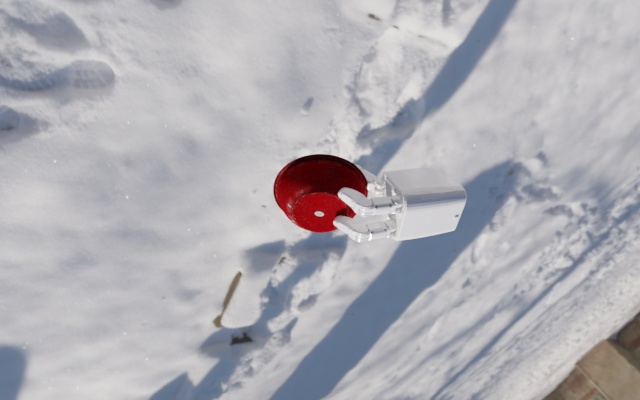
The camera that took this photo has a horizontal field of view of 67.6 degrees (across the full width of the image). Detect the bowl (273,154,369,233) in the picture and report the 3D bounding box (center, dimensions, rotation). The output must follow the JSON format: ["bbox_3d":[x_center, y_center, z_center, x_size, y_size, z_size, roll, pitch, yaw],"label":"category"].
[{"bbox_3d":[-0.001,0.003,0.789,0.162,0.162,0.055,0,43,1],"label":"bowl"}]
